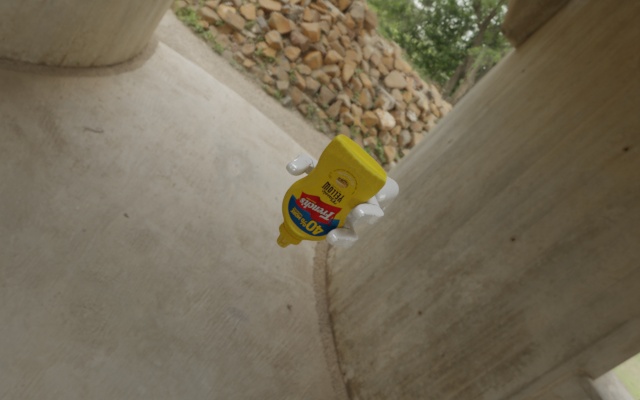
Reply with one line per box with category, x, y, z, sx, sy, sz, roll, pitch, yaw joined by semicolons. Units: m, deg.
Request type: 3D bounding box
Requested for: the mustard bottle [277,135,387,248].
mustard bottle;0.000;0.002;0.698;0.096;0.192;0.058;41;23;-7
